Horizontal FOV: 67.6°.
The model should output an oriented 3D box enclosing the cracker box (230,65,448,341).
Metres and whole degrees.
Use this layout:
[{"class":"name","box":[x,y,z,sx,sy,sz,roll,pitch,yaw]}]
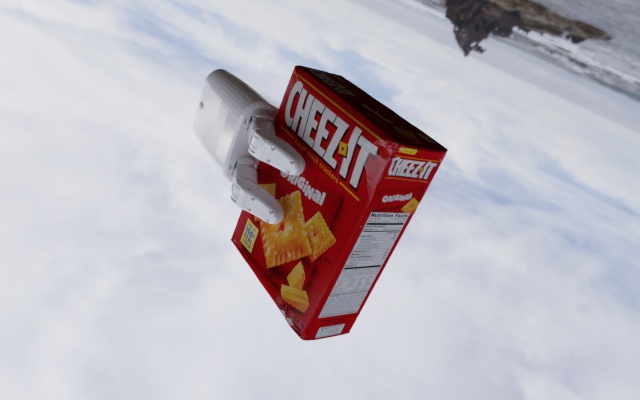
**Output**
[{"class":"cracker box","box":[0.000,0.002,0.468,0.072,0.214,0.164,1,33,-40]}]
